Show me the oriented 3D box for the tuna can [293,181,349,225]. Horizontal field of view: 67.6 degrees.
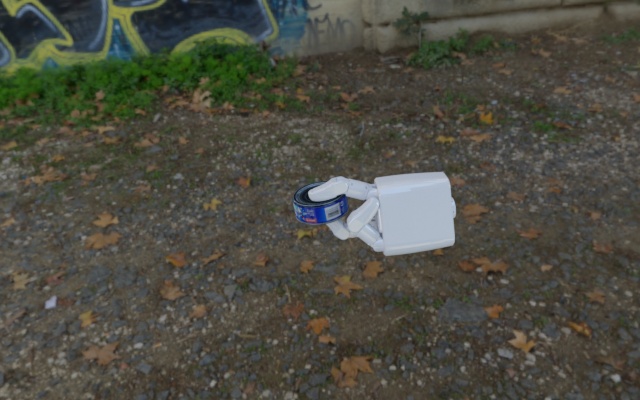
[{"bbox_3d":[0.000,0.002,0.744,0.086,0.034,0.086,-8,27,4],"label":"tuna can"}]
